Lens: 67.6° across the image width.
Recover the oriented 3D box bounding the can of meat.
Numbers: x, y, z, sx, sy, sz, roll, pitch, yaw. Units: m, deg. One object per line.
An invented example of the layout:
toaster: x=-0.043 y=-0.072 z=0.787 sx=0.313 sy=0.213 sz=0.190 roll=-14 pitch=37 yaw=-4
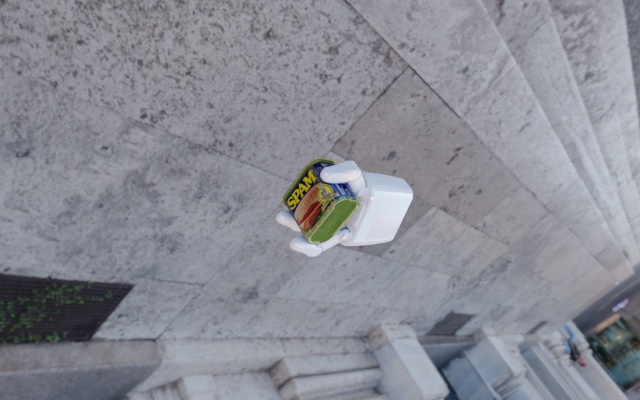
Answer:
can of meat: x=0.000 y=0.002 z=0.703 sx=0.057 sy=0.084 sz=0.102 roll=5 pitch=-48 yaw=-45
